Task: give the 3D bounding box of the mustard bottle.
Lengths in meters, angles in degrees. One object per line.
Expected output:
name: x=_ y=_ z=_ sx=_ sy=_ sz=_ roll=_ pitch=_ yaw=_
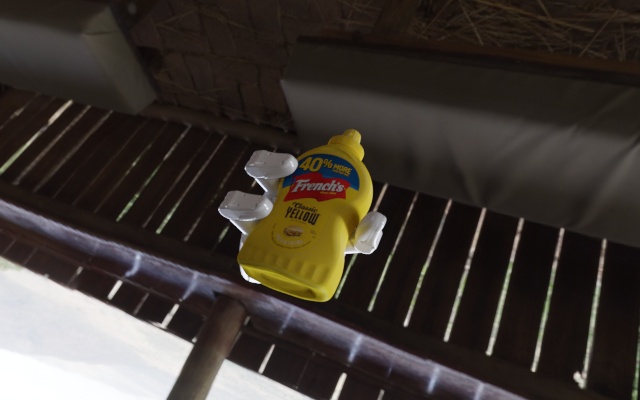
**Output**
mustard bottle: x=0.000 y=0.002 z=0.487 sx=0.096 sy=0.191 sz=0.058 roll=13 pitch=-32 yaw=22
